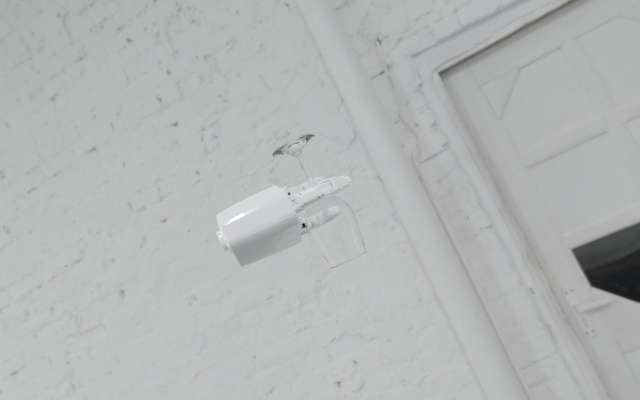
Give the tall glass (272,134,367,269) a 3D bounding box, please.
[{"bbox_3d":[0.000,0.002,0.740,0.079,0.201,0.079,-26,-7,-3],"label":"tall glass"}]
